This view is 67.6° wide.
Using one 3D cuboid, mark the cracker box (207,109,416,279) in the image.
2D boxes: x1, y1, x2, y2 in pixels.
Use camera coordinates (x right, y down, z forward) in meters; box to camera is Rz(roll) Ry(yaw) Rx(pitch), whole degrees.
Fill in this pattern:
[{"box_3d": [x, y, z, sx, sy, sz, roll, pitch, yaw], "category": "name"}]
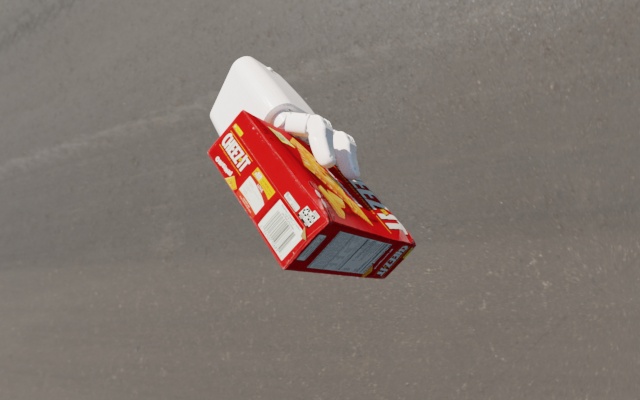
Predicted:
[{"box_3d": [0.000, 0.002, 0.537, 0.164, 0.072, 0.214, 52, 18, 29], "category": "cracker box"}]
